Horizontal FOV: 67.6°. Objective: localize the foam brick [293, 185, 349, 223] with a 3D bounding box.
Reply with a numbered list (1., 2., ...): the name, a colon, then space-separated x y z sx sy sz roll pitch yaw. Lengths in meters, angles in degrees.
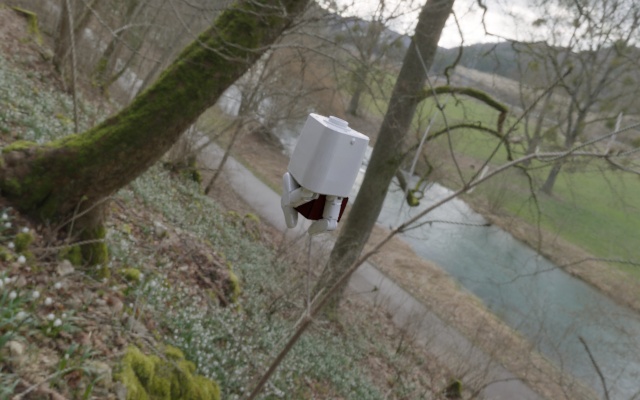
1. foam brick: 0.000 0.003 0.836 0.078 0.051 0.053 8 20 -42
